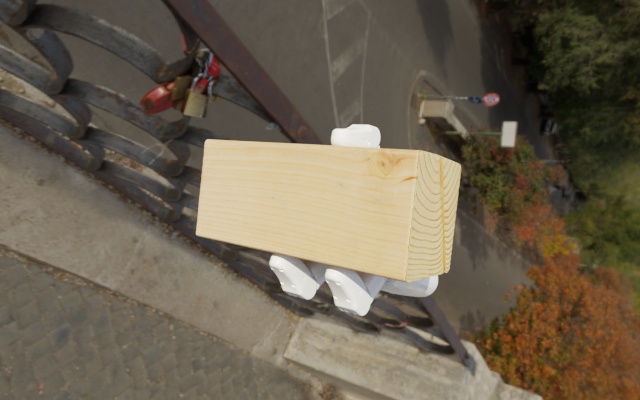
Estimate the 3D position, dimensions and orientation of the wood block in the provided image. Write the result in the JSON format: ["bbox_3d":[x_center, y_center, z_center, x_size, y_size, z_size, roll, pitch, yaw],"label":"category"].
[{"bbox_3d":[0.000,0.001,0.407,0.206,0.091,0.090,7,2,34],"label":"wood block"}]
